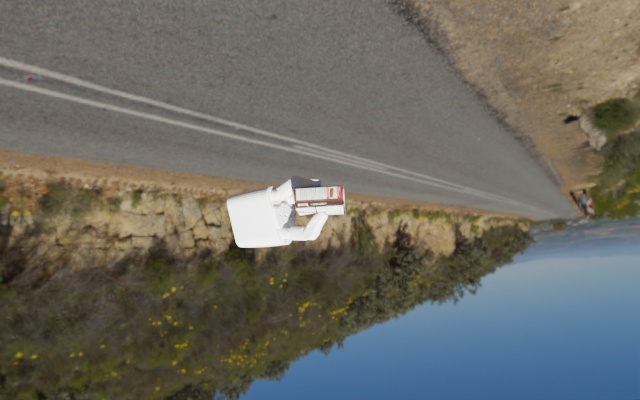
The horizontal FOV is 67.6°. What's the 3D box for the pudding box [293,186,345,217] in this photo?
[{"bbox_3d":[0.000,0.003,0.874,0.090,0.039,0.113,-4,-9,2],"label":"pudding box"}]
